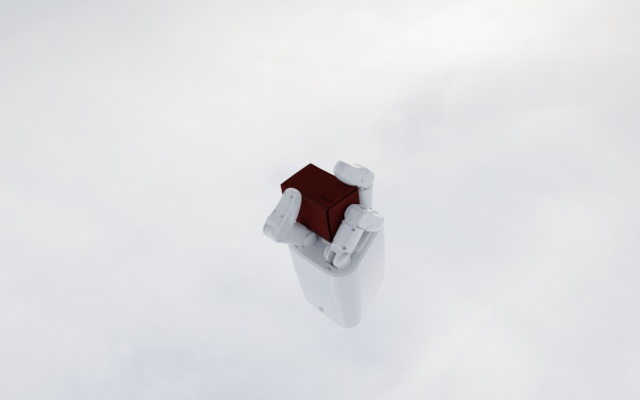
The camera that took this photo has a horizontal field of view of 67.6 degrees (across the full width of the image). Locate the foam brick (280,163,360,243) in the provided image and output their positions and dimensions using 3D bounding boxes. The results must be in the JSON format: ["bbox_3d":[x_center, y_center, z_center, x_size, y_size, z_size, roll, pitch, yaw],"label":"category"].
[{"bbox_3d":[0.000,0.002,0.549,0.053,0.051,0.078,-36,47,-29],"label":"foam brick"}]
